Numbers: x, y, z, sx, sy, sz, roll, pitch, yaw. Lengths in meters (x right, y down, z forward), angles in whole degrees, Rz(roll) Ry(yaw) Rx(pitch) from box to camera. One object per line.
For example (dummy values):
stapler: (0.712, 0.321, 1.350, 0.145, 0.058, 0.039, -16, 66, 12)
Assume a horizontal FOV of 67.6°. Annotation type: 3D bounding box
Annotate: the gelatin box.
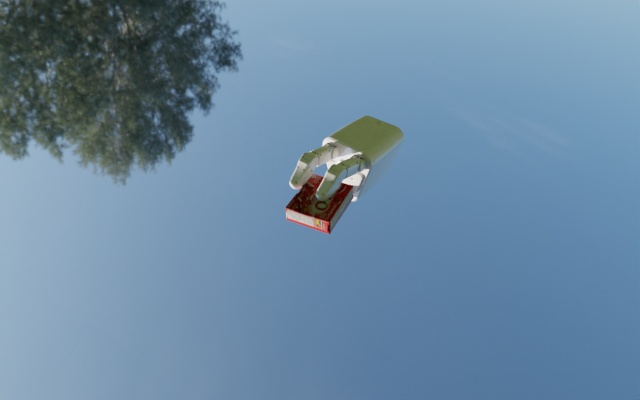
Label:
gelatin box: (0.000, 0.003, 0.722, 0.073, 0.030, 0.089, 18, 48, 20)
